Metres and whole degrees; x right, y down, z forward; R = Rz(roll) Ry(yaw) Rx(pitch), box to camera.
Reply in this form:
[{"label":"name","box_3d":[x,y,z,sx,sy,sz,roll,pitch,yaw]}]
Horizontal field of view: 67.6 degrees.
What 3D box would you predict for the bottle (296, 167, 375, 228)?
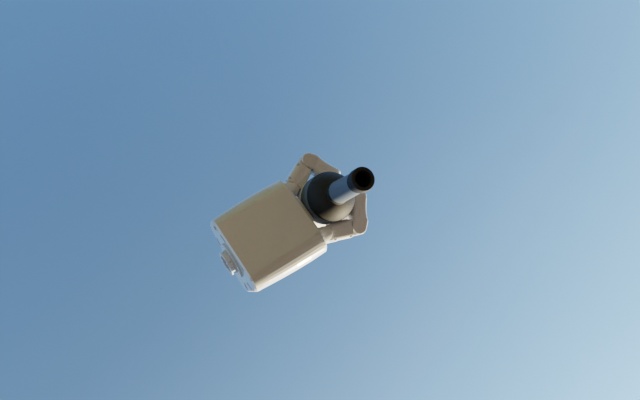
[{"label":"bottle","box_3d":[0.000,0.002,0.648,0.069,0.069,0.296,0,-10,-18]}]
